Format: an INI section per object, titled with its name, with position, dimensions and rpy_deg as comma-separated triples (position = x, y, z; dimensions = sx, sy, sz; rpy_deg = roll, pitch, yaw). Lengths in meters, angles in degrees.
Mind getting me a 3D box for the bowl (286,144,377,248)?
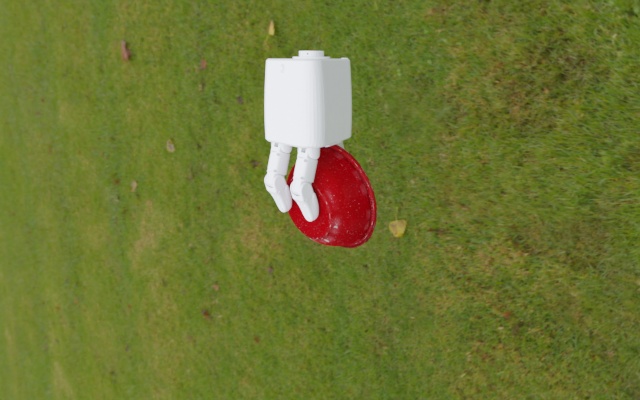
[bowl]
position = 0.000, 0.004, 0.666
dimensions = 0.055, 0.162, 0.162
rpy_deg = -26, 17, -37
